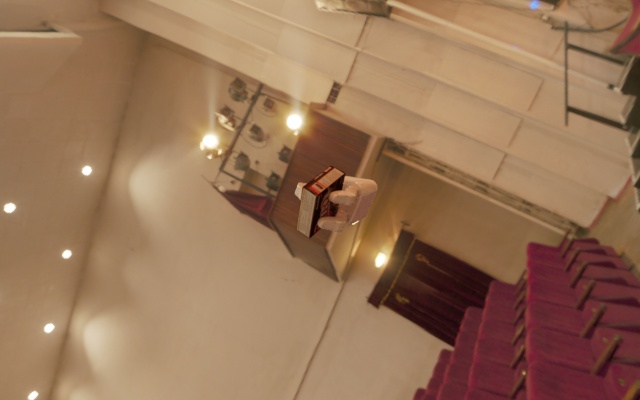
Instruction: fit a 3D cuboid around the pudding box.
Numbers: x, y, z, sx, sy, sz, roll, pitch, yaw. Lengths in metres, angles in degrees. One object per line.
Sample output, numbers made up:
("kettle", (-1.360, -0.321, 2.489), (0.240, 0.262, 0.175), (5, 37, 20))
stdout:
("pudding box", (0.000, 0.003, 0.886), (0.039, 0.114, 0.090), (29, 46, 22))
